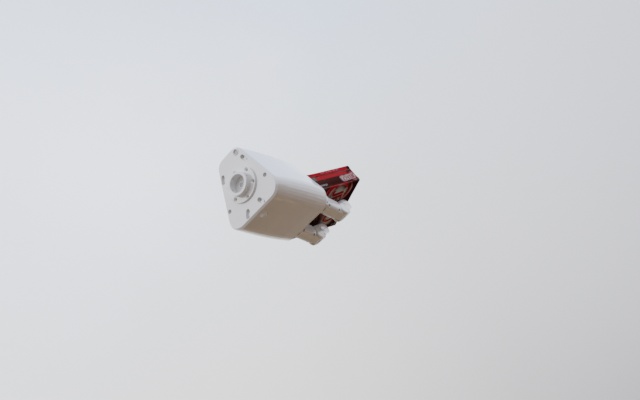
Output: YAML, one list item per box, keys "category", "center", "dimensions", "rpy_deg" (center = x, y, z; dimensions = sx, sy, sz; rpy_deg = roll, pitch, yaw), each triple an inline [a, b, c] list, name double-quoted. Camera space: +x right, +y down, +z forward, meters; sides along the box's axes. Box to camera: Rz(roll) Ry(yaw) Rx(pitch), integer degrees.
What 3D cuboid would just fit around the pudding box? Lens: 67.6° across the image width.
- category: "pudding box"
  center: [0.000, 0.002, 0.744]
  dimensions: [0.090, 0.039, 0.114]
  rpy_deg: [-15, -32, -36]
